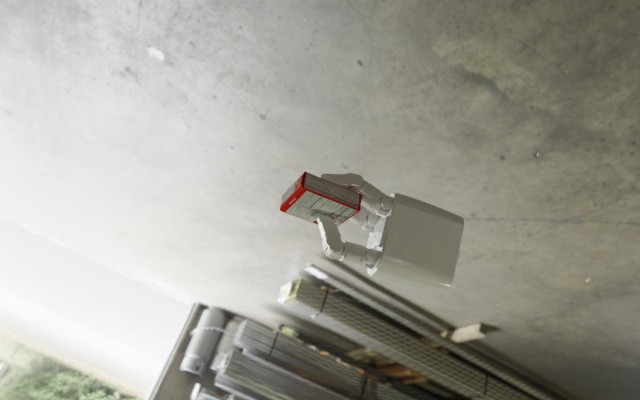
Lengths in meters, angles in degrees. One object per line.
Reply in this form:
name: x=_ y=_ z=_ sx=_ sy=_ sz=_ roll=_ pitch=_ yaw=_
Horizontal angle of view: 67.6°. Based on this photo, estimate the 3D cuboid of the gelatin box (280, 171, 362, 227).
gelatin box: x=0.000 y=0.002 z=0.645 sx=0.089 sy=0.030 sz=0.073 roll=20 pitch=-33 yaw=-20
